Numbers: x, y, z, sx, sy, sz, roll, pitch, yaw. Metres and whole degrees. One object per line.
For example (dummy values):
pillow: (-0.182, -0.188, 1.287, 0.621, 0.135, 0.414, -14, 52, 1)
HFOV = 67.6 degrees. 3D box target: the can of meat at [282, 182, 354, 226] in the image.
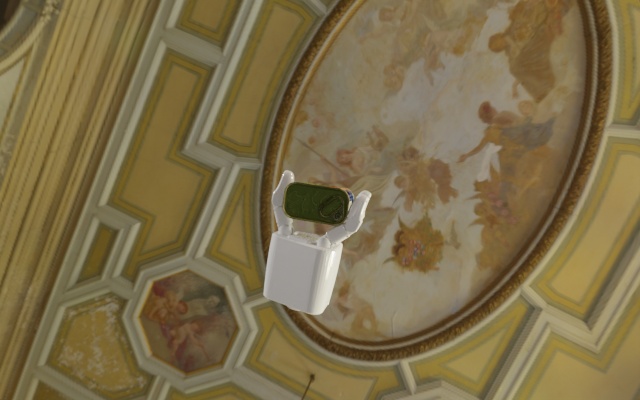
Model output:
can of meat: (0.000, 0.002, 0.760, 0.102, 0.057, 0.084, 9, 5, 10)
